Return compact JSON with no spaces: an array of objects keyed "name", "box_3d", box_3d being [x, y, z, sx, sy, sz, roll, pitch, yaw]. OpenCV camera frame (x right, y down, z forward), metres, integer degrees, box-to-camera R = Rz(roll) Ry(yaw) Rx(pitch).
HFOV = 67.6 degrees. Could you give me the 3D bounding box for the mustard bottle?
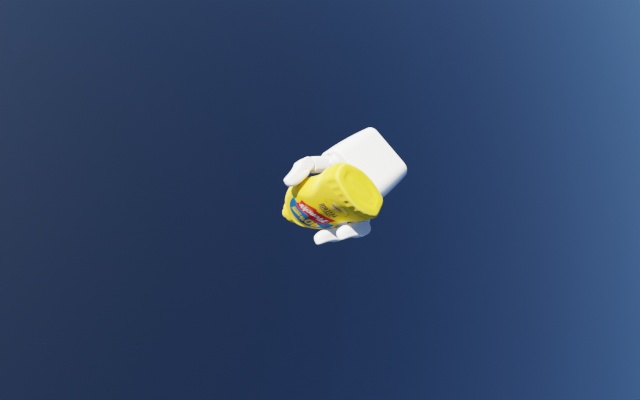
[{"name":"mustard bottle","box_3d":[0.000,0.003,0.747,0.096,0.058,0.191,40,-33,-24]}]
